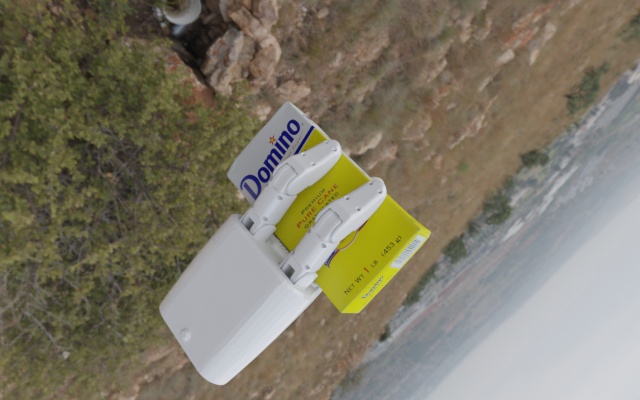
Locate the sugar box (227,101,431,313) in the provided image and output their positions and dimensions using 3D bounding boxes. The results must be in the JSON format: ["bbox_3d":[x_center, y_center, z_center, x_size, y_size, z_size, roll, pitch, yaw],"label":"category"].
[{"bbox_3d":[0.000,0.001,0.417,0.176,0.093,0.048,46,9,25],"label":"sugar box"}]
